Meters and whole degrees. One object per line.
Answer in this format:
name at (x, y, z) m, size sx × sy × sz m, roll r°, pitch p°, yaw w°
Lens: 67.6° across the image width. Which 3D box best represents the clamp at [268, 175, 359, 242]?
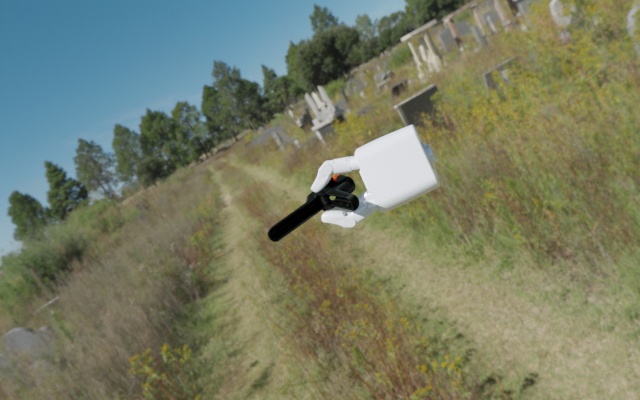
clamp at (0.000, 0.002, 0.827) m, size 0.164 × 0.036 × 0.210 m, roll -23°, pitch 13°, yaw 16°
